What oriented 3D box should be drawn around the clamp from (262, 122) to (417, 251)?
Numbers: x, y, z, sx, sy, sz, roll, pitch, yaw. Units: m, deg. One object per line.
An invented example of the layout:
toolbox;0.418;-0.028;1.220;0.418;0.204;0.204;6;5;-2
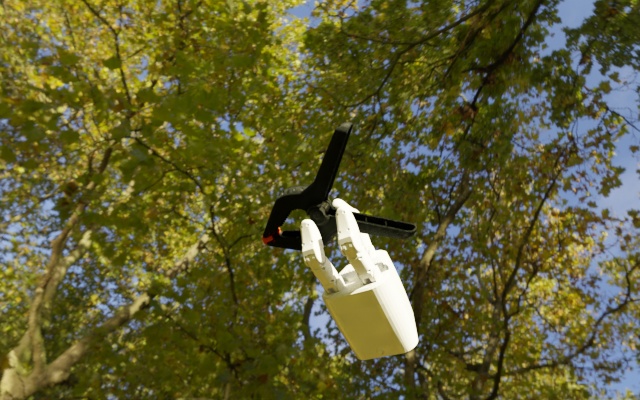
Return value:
clamp;0.000;0.002;0.628;0.210;0.164;0.036;-20;12;29
